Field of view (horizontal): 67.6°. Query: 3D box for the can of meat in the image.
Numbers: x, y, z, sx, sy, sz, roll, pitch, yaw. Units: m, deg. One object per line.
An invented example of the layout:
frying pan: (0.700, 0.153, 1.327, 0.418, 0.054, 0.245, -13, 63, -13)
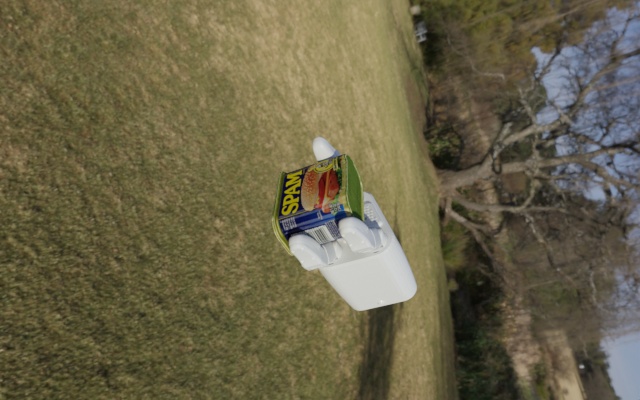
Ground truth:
can of meat: (0.000, 0.002, 0.522, 0.084, 0.057, 0.102, -17, 39, 18)
